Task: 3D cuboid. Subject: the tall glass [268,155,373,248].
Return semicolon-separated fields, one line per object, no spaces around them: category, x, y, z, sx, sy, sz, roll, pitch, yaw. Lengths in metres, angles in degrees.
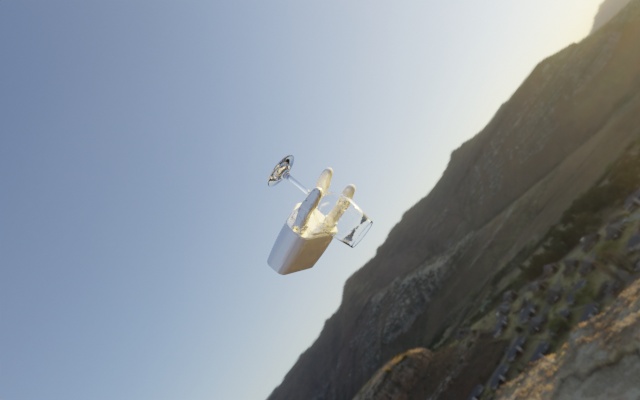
tall glass;0.000;0.002;0.887;0.201;0.079;0.079;38;11;14
